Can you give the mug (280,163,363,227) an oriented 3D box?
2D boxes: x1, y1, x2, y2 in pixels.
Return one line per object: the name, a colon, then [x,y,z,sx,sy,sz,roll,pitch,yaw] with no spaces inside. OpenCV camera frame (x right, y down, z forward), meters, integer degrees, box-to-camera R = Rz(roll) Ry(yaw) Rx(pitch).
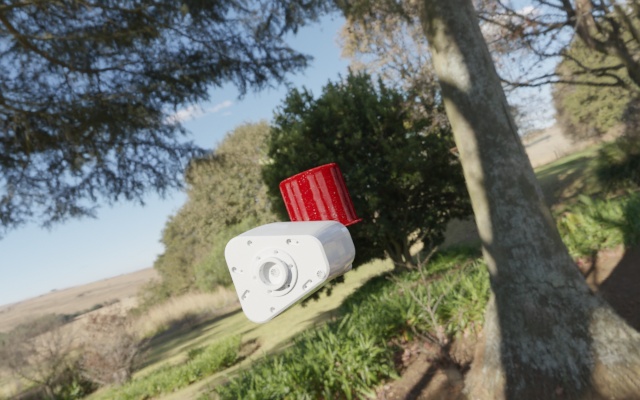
mug: [0.000,0.002,0.628,0.093,0.081,0.117,-20,-2,14]
